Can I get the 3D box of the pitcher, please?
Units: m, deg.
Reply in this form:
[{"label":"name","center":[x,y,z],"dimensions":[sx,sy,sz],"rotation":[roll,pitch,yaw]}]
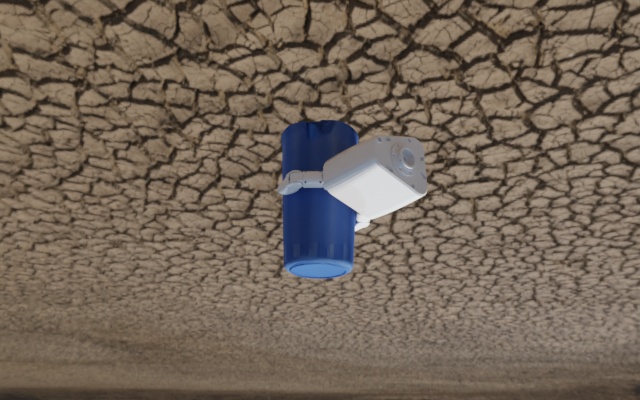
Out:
[{"label":"pitcher","center":[0.000,0.003,0.790],"dimensions":[0.149,0.242,0.145],"rotation":[18,-28,-34]}]
